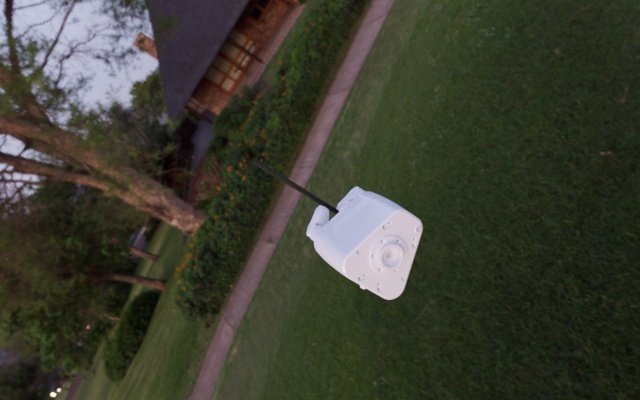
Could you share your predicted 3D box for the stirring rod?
[{"bbox_3d":[0.000,0.002,0.716,0.239,0.011,0.011,32,-13,-21],"label":"stirring rod"}]
